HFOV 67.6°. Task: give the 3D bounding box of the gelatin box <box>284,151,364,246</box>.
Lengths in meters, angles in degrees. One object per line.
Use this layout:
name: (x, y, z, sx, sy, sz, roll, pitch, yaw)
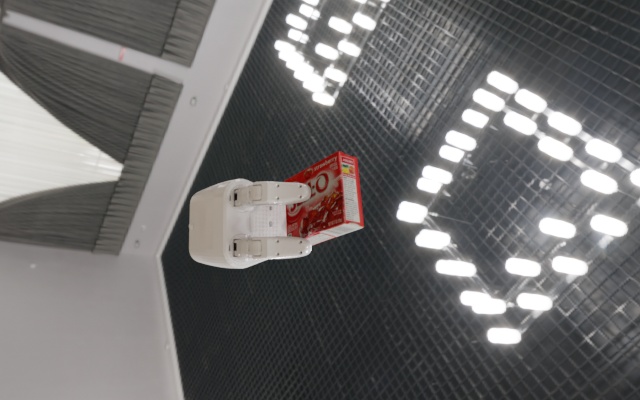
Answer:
gelatin box: (0.001, 0.002, 0.479, 0.030, 0.073, 0.089, 14, -26, -39)
